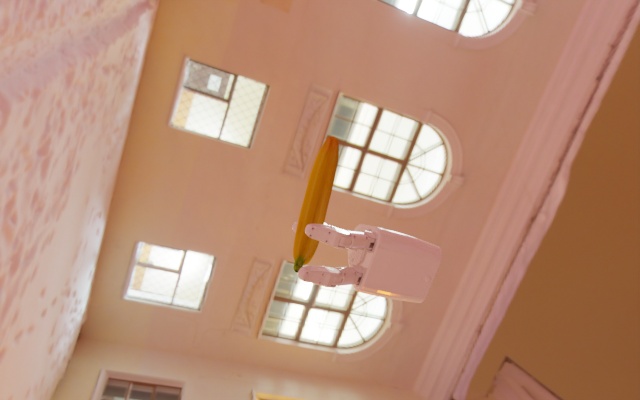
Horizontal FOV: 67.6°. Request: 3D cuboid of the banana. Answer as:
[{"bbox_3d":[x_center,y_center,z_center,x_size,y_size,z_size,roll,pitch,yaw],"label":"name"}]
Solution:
[{"bbox_3d":[-0.005,0.008,0.685,0.037,0.197,0.069,15,-11,-12],"label":"banana"}]
